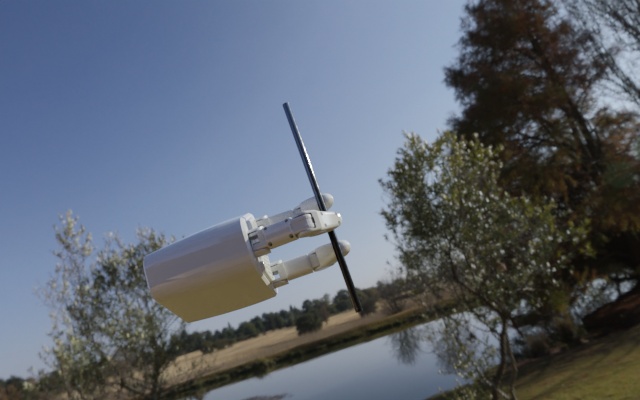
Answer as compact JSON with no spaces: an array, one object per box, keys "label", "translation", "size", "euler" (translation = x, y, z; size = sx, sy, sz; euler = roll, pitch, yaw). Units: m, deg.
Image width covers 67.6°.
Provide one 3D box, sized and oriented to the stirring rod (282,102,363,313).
[{"label":"stirring rod","translation":[0.000,0.002,0.508],"size":[0.011,0.239,0.011],"euler":[-18,-14,-5]}]
